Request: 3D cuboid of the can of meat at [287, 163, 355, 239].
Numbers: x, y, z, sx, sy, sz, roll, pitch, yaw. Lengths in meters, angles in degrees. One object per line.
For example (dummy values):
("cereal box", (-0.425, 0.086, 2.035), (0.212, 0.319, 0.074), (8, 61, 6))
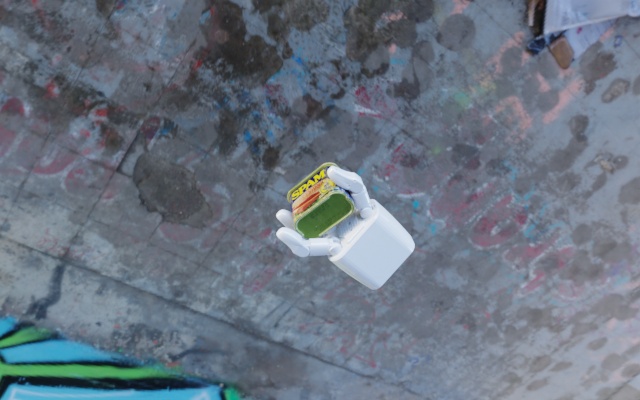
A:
("can of meat", (0.000, 0.003, 0.747), (0.102, 0.057, 0.084), (-37, 32, 16))
